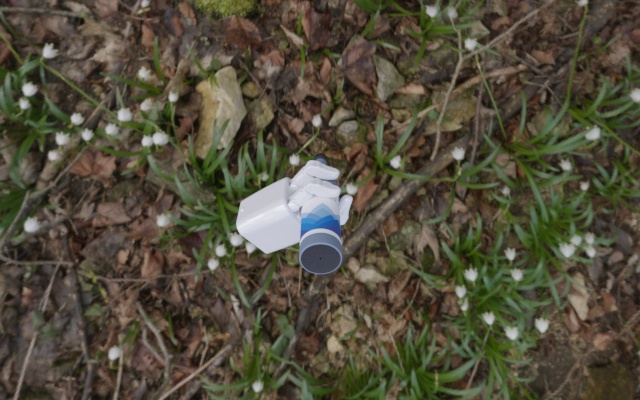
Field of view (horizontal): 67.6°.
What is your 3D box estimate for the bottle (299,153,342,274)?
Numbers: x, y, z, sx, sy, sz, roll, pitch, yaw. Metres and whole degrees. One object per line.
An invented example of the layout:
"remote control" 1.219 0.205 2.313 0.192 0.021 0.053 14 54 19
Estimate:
"bottle" 0.000 0.003 0.851 0.069 0.069 0.295 0 36 0
